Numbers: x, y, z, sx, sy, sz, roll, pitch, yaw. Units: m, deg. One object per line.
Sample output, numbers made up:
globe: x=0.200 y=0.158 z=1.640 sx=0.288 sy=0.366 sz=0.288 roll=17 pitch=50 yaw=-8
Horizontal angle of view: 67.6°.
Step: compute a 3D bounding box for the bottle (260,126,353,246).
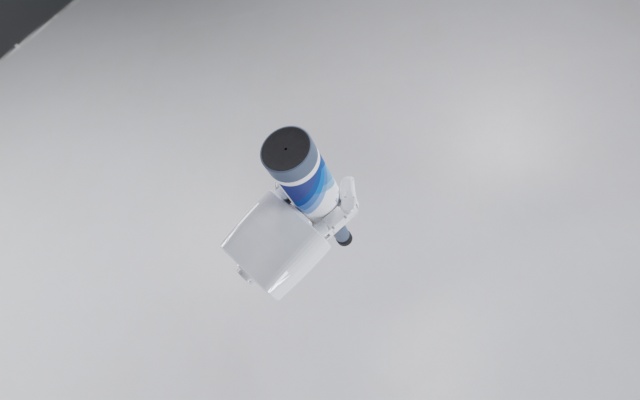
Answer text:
bottle: x=0.000 y=0.002 z=0.693 sx=0.069 sy=0.069 sz=0.296 roll=0 pitch=-26 yaw=18
